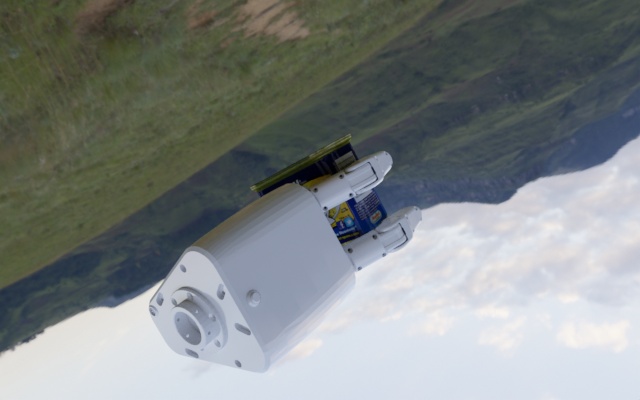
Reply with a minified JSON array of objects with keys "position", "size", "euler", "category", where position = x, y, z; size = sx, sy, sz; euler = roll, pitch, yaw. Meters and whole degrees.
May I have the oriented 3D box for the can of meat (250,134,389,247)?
[{"position":[0.000,0.002,0.426],"size":[0.102,0.084,0.057],"euler":[-25,6,37],"category":"can of meat"}]
